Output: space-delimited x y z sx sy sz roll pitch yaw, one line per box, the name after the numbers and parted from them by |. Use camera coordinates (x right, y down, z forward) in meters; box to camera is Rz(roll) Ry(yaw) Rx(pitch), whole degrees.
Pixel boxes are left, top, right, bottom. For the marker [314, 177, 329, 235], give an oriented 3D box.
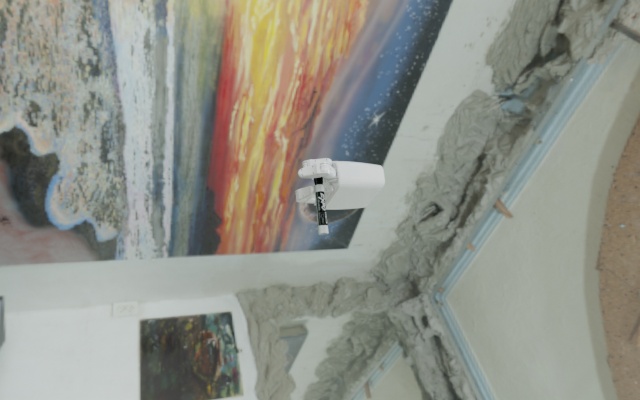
0.000 0.003 0.888 0.020 0.121 0.020 -5 -12 -1 | marker
